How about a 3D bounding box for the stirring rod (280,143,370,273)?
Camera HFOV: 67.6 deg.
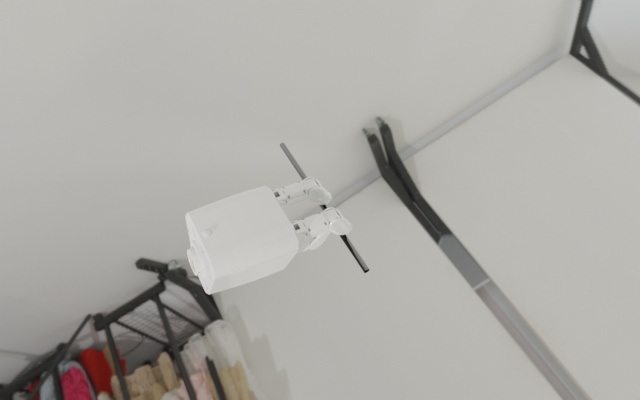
[{"bbox_3d":[0.000,0.002,0.656,0.011,0.239,0.011,-24,-32,-16],"label":"stirring rod"}]
